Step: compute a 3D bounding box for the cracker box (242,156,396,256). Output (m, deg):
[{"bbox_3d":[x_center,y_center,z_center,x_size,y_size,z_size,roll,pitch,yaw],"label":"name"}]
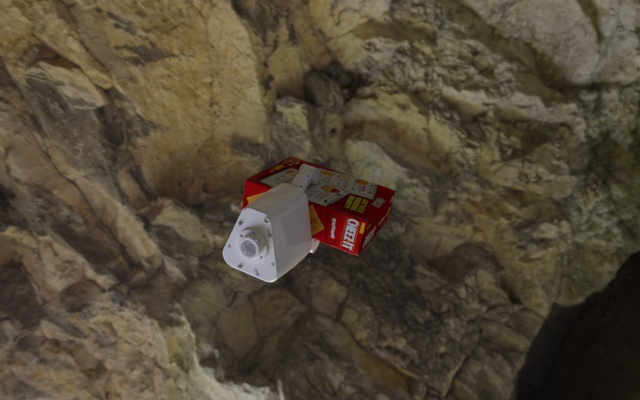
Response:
[{"bbox_3d":[0.000,0.002,0.816,0.213,0.072,0.164,20,25,17],"label":"cracker box"}]
